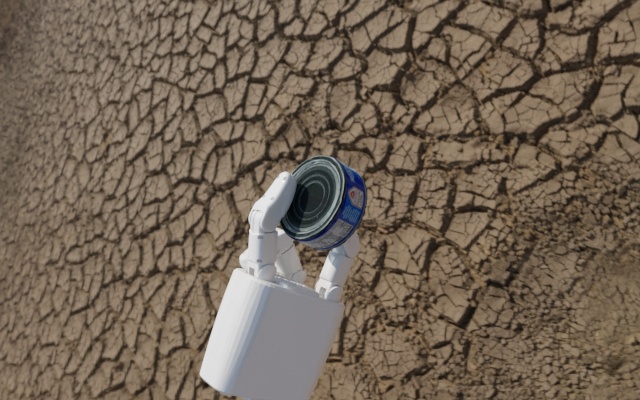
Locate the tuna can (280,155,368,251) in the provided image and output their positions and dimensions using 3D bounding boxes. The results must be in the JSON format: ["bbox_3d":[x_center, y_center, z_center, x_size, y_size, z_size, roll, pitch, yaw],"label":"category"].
[{"bbox_3d":[0.000,0.001,0.449,0.086,0.086,0.034,0,-20,44],"label":"tuna can"}]
